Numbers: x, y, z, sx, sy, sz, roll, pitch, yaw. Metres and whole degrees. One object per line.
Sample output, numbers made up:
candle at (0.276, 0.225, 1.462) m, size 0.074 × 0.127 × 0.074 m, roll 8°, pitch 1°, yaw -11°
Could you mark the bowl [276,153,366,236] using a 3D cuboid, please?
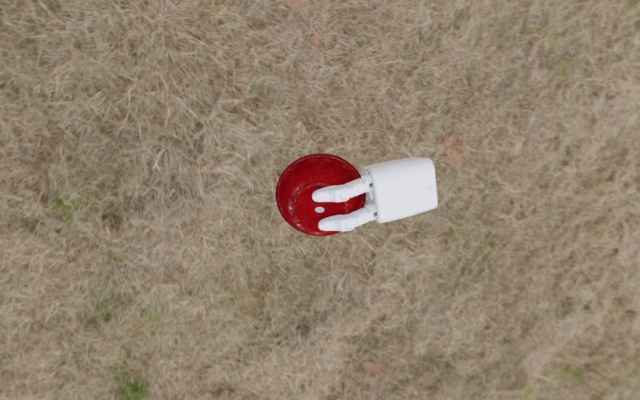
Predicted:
bowl at (-0.001, 0.003, 0.827) m, size 0.162 × 0.162 × 0.055 m, roll 0°, pitch 25°, yaw 1°
